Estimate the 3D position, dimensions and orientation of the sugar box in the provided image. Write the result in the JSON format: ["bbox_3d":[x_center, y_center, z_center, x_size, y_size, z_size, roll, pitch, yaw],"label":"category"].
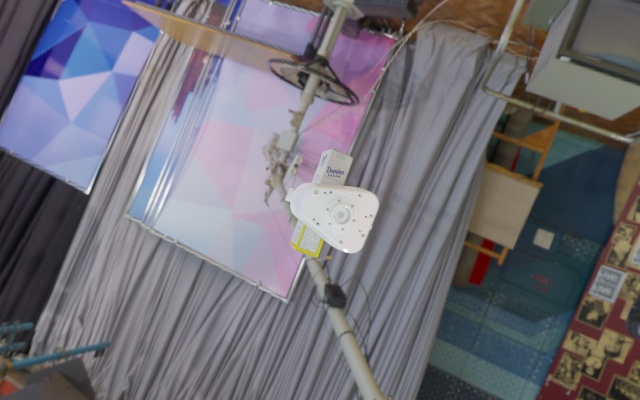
[{"bbox_3d":[0.001,0.003,0.813,0.048,0.176,0.093,22,-1,-10],"label":"sugar box"}]
